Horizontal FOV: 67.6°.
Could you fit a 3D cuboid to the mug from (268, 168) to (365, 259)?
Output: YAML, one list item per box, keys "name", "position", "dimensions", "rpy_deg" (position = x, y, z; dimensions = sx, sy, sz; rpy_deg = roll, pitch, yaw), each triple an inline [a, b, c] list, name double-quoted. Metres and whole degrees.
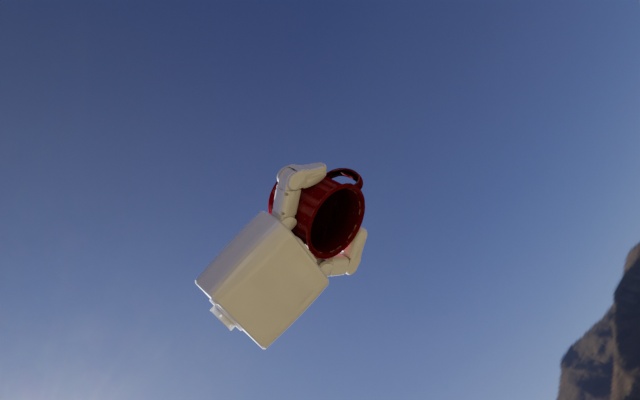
- name: "mug"
  position: [0.001, 0.001, 0.570]
  dimensions: [0.081, 0.117, 0.093]
  rpy_deg: [28, -24, 39]
